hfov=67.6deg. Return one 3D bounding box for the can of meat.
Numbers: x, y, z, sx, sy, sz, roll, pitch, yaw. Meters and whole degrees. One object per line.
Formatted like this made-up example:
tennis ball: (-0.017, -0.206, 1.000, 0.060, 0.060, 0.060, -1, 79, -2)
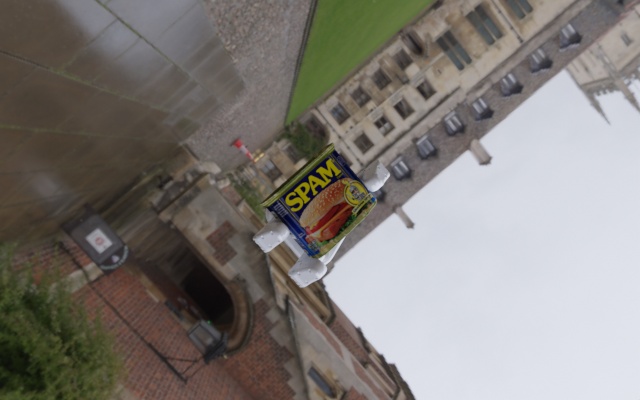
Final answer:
can of meat: (0.000, 0.002, 0.524, 0.102, 0.084, 0.057, -42, 8, -14)
